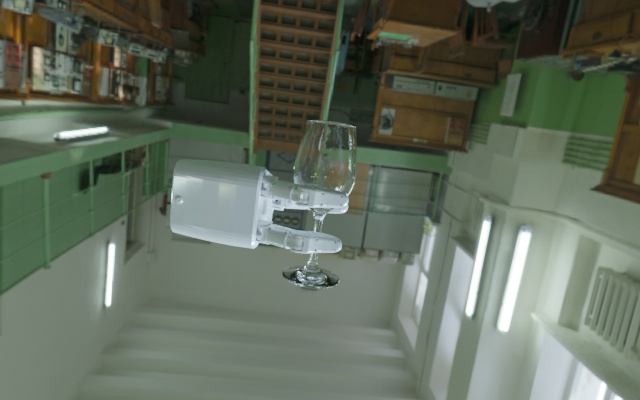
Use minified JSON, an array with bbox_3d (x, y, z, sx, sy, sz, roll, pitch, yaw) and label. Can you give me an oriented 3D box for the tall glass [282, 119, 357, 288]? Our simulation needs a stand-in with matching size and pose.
[{"bbox_3d":[0.000,0.003,0.597,0.079,0.201,0.079,8,11,-1],"label":"tall glass"}]
